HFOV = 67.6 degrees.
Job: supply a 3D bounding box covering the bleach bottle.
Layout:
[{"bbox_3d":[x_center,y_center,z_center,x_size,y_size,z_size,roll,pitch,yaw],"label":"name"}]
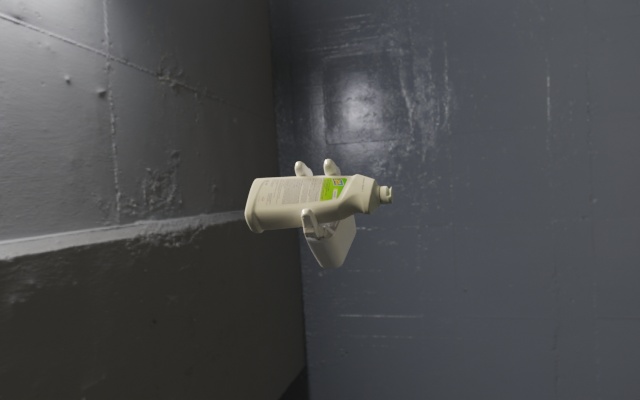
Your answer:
[{"bbox_3d":[0.000,0.003,0.842,0.251,0.102,0.068,-2,-39,14],"label":"bleach bottle"}]
